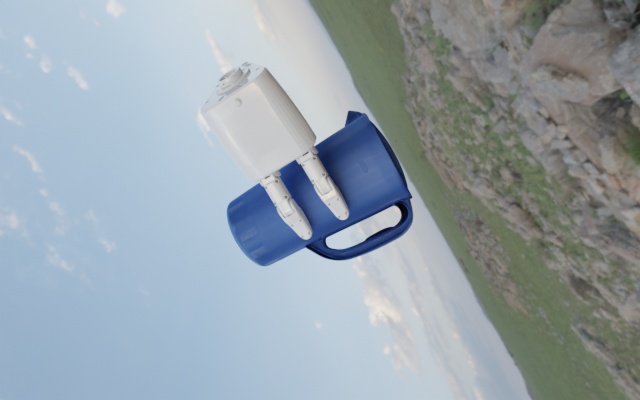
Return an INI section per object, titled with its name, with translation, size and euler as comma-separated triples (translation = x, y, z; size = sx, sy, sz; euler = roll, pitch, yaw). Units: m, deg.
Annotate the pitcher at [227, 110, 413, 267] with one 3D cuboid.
[pitcher]
translation = 0.000, 0.002, 0.665
size = 0.243, 0.145, 0.149
euler = -30, 32, 10
